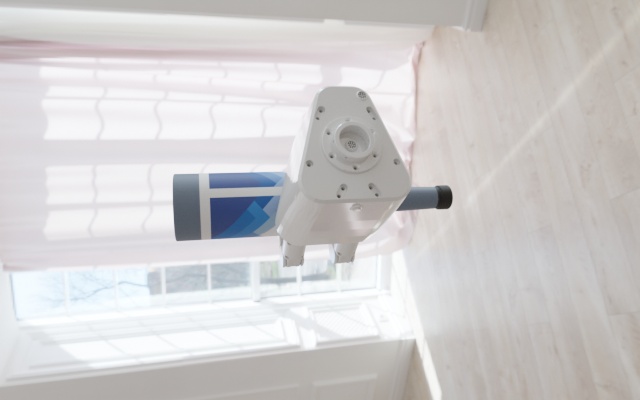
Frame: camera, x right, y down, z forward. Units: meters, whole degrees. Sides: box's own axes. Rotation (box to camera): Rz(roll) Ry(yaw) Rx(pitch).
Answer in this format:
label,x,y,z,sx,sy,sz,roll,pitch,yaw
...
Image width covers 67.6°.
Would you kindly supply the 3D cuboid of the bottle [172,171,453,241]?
label,x,y,z,sx,sy,sz,roll,pitch,yaw
bottle,0.000,0.002,0.503,0.296,0.069,0.069,-2,0,-14
